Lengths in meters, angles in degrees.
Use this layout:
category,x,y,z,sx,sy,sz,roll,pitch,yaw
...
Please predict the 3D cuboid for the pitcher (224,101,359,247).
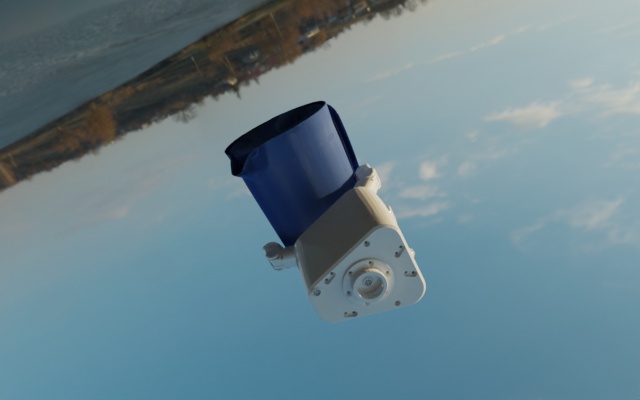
category,x,y,z,sx,sy,sz,roll,pitch,yaw
pitcher,0.000,0.002,0.609,0.149,0.243,0.145,-27,20,0
